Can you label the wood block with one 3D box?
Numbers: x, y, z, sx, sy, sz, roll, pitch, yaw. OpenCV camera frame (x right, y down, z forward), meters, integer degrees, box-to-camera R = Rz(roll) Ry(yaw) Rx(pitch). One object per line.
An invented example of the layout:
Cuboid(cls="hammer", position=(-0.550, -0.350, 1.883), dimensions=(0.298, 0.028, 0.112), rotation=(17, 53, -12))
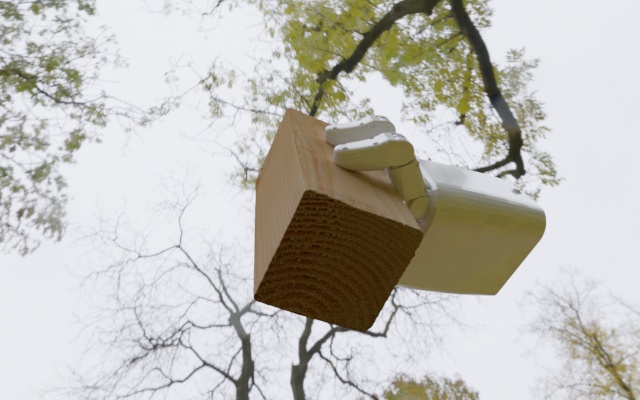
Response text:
Cuboid(cls="wood block", position=(0.000, 0.002, 0.407), dimensions=(0.090, 0.091, 0.206), rotation=(20, 20, -15))
